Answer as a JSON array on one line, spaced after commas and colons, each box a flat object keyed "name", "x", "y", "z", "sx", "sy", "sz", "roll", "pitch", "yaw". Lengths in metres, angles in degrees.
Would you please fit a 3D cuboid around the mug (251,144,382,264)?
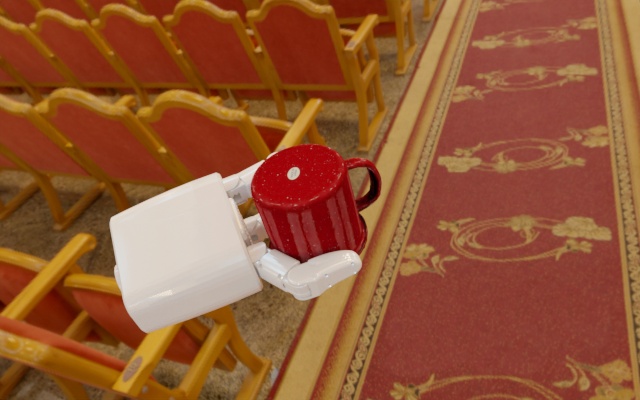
[{"name": "mug", "x": 0.001, "y": 0.001, "z": 0.413, "sx": 0.117, "sy": 0.082, "sz": 0.093, "roll": -24, "pitch": 42, "yaw": -8}]
